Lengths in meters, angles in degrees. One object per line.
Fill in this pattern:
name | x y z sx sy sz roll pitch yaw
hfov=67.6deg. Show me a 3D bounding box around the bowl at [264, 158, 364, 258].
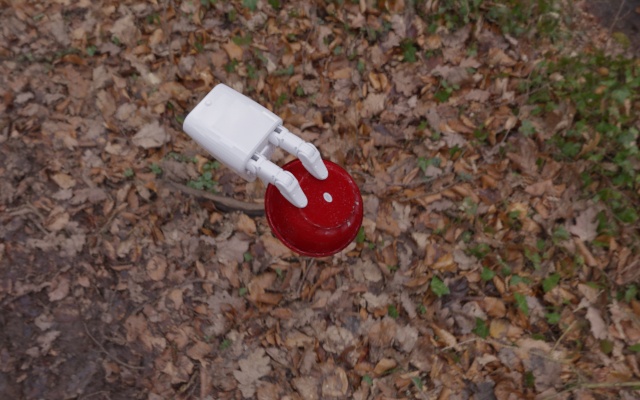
bowl | 0.001 0.003 0.717 0.162 0.162 0.055 0 -14 -19
